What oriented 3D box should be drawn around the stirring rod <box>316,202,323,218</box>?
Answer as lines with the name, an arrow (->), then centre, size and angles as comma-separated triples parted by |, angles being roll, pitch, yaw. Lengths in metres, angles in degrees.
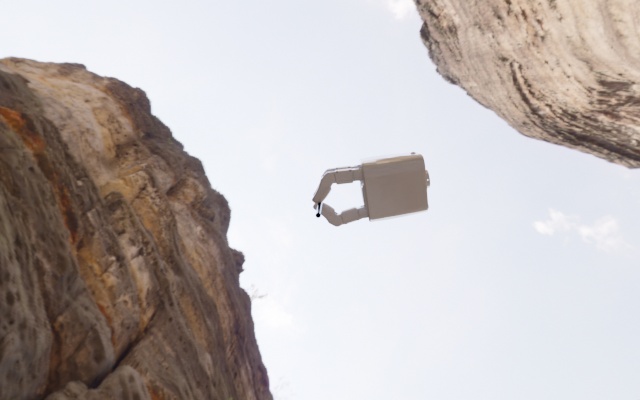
stirring rod -> 0.000, 0.003, 0.837 | 0.011, 0.011, 0.239 | 0, 9, 2
